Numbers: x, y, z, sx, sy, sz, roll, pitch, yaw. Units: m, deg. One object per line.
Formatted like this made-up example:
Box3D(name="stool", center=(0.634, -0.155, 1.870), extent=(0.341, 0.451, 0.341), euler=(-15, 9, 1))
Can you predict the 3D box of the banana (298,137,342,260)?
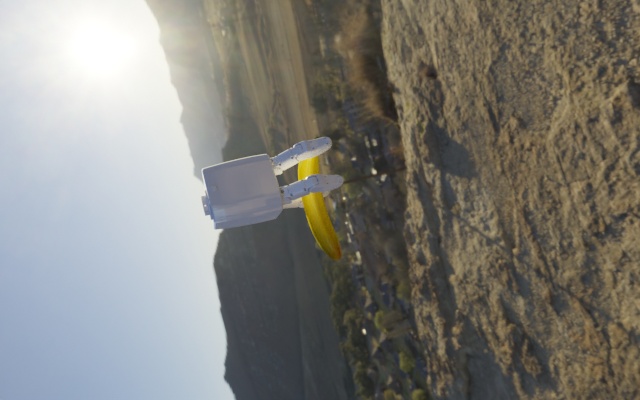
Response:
Box3D(name="banana", center=(-0.006, 0.002, 0.777), extent=(0.037, 0.198, 0.069), euler=(-10, -6, -19))
